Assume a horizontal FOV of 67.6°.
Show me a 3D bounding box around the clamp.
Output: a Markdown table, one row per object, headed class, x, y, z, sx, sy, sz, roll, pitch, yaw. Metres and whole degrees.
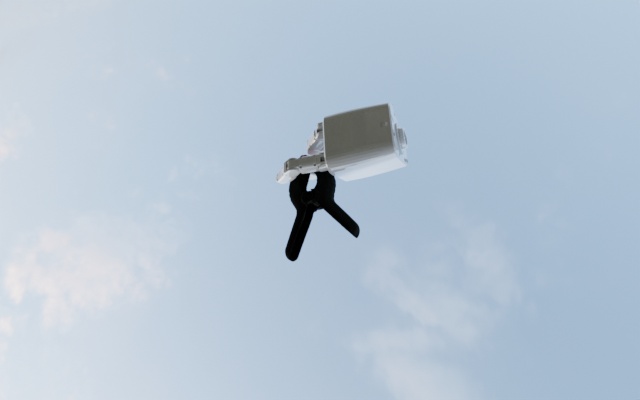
| class | x | y | z | sx | sy | sz | roll | pitch | yaw |
| --- | --- | --- | --- | --- | --- | --- | --- | --- | --- |
| clamp | 0.000 | 0.003 | 0.727 | 0.120 | 0.171 | 0.039 | -11 | -26 | 19 |
